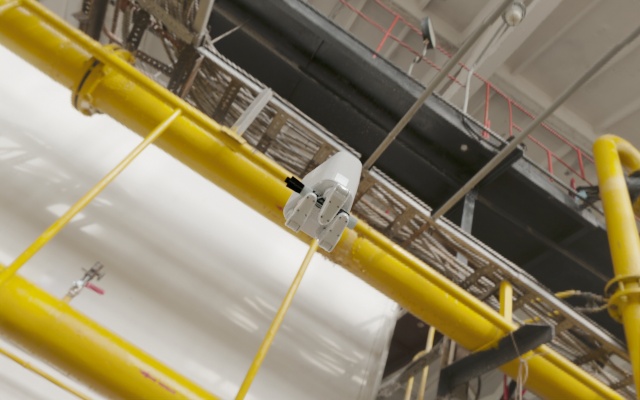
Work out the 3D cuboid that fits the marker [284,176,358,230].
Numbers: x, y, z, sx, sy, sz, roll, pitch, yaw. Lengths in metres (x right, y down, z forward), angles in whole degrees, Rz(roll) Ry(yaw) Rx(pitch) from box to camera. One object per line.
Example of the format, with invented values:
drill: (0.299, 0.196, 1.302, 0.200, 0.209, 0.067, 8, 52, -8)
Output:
marker: (0.000, 0.002, 0.691, 0.121, 0.020, 0.020, 34, -4, -6)
